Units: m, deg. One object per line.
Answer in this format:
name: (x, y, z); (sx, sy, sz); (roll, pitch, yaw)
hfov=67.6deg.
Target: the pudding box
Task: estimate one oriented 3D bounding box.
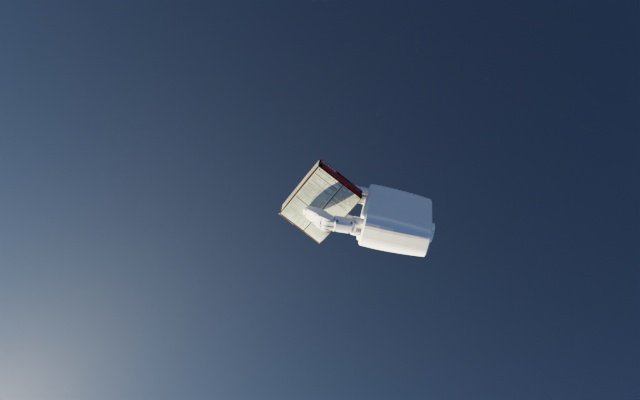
pudding box: (0.000, 0.003, 0.782); (0.090, 0.113, 0.039); (38, 20, -9)
